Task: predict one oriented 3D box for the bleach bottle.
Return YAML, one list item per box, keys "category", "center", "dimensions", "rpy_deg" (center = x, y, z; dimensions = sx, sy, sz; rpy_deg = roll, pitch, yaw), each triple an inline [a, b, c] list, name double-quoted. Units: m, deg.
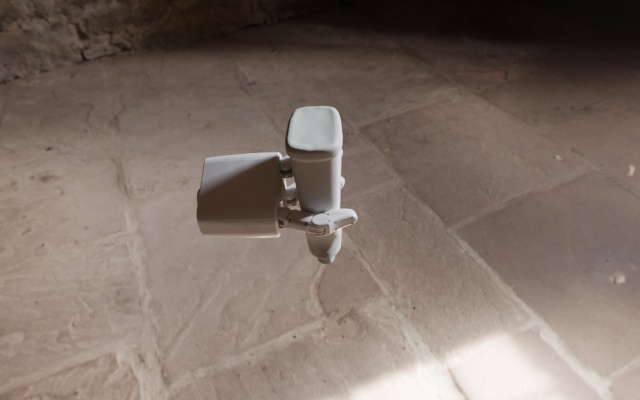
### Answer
- category: "bleach bottle"
  center: [0.000, 0.002, 0.658]
  dimensions: [0.068, 0.251, 0.102]
  rpy_deg: [-2, 42, 4]
